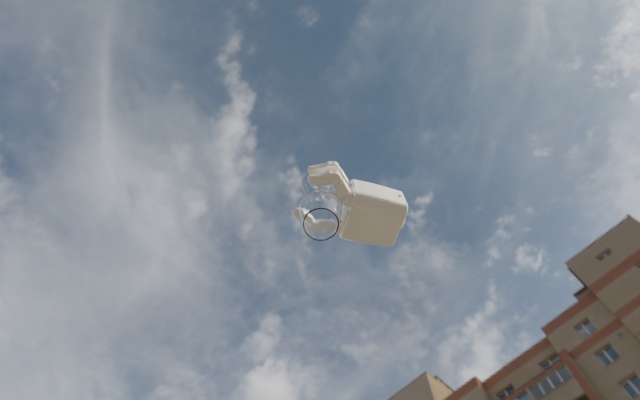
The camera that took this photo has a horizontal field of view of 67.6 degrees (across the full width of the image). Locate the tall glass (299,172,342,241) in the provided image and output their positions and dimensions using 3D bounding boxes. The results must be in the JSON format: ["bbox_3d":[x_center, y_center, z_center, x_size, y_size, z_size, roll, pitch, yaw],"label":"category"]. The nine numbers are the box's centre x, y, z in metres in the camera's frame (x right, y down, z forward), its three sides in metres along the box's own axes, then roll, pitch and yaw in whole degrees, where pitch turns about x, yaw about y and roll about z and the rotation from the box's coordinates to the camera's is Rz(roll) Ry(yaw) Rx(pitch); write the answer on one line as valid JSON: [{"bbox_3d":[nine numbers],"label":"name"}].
[{"bbox_3d":[0.000,0.003,0.898,0.079,0.079,0.201,0,23,0],"label":"tall glass"}]
